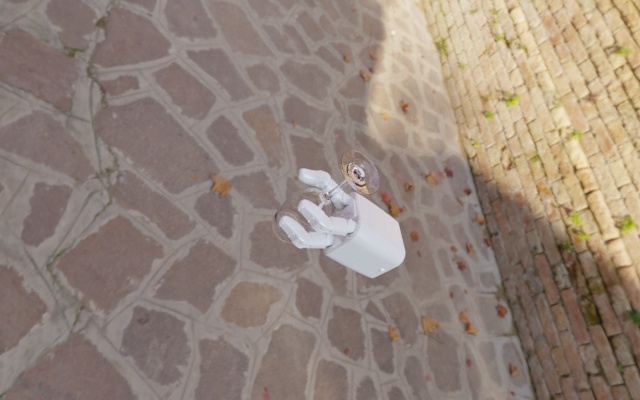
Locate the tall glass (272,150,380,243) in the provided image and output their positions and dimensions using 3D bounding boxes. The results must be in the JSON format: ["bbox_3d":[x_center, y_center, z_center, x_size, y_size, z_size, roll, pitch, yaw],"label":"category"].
[{"bbox_3d":[0.000,0.002,0.765,0.079,0.079,0.201,0,-26,-42],"label":"tall glass"}]
